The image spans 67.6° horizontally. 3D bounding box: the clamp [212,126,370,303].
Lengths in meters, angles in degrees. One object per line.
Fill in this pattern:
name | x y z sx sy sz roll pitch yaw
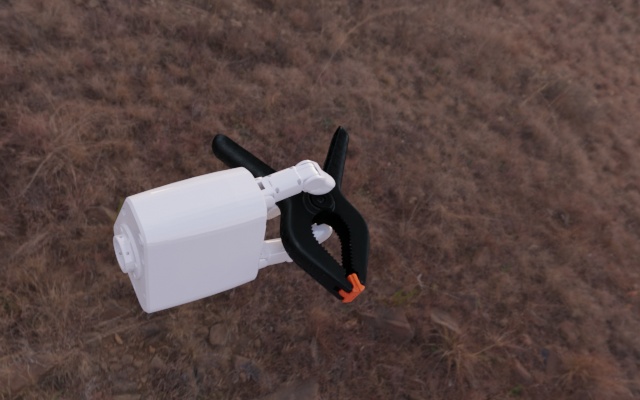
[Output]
clamp | 0.000 0.002 0.499 0.164 0.210 0.036 -17 -25 -32
